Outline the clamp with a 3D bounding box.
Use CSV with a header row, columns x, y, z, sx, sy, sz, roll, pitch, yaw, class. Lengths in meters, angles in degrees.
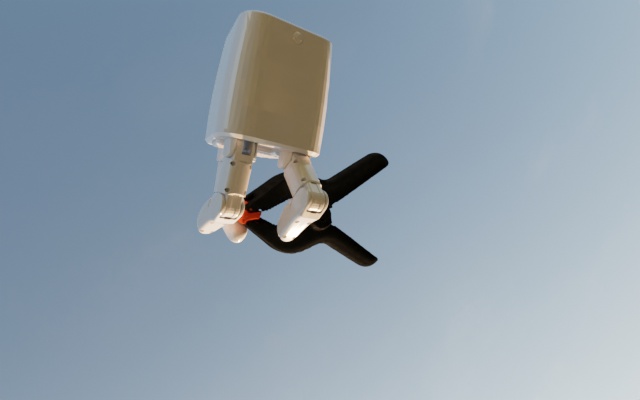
x,y,z,sx,sy,sz,roll,pitch,yaw,class
0.000,0.002,0.467,0.171,0.120,0.039,10,-1,-37,clamp
